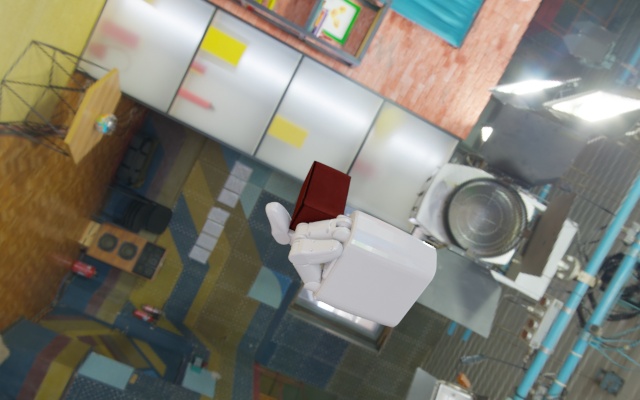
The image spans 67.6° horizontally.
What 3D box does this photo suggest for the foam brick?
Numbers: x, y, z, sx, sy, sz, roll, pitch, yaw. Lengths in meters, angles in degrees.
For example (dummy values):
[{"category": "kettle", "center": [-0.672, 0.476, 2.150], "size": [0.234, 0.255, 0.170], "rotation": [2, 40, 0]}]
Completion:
[{"category": "foam brick", "center": [0.000, 0.002, 0.581], "size": [0.051, 0.078, 0.053], "rotation": [21, -43, -7]}]
